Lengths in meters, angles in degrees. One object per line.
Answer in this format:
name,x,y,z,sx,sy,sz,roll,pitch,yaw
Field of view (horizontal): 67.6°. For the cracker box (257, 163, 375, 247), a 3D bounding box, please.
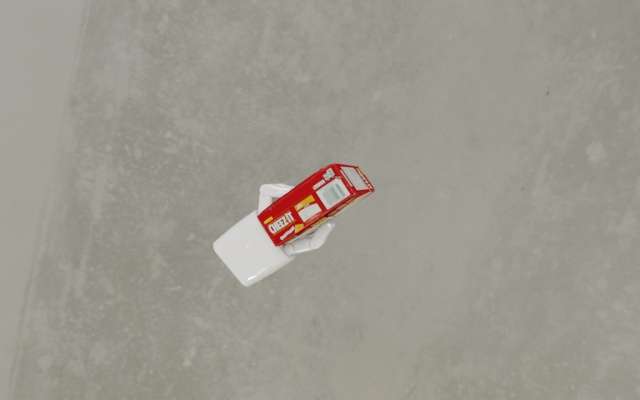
cracker box,0.000,0.003,0.872,0.164,0.072,0.213,-34,-6,14
